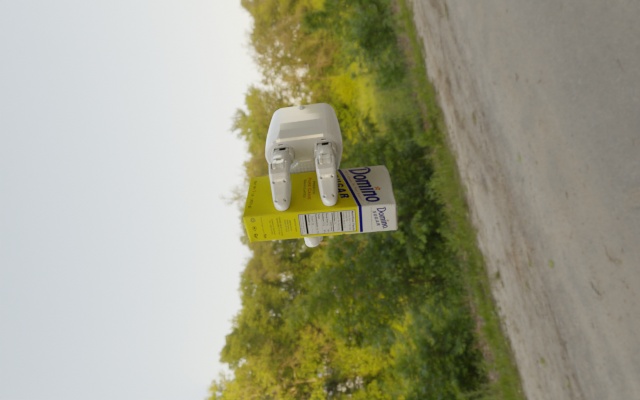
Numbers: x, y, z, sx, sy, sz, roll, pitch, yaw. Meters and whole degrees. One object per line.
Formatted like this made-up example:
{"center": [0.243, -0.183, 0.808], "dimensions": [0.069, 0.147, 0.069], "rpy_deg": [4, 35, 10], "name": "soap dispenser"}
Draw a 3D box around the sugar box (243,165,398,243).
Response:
{"center": [0.000, 0.001, 0.582], "dimensions": [0.176, 0.048, 0.093], "rpy_deg": [-8, 33, 3], "name": "sugar box"}
